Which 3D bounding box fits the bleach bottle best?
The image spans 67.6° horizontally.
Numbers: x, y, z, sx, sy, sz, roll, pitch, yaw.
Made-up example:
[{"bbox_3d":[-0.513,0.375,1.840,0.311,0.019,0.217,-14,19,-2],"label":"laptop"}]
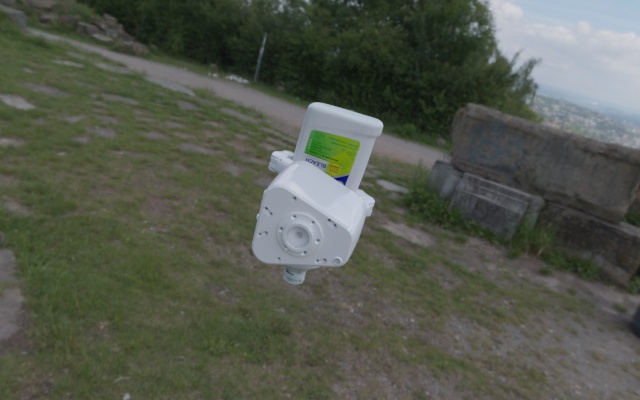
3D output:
[{"bbox_3d":[0.000,0.002,0.648,0.102,0.251,0.068,18,19,6],"label":"bleach bottle"}]
